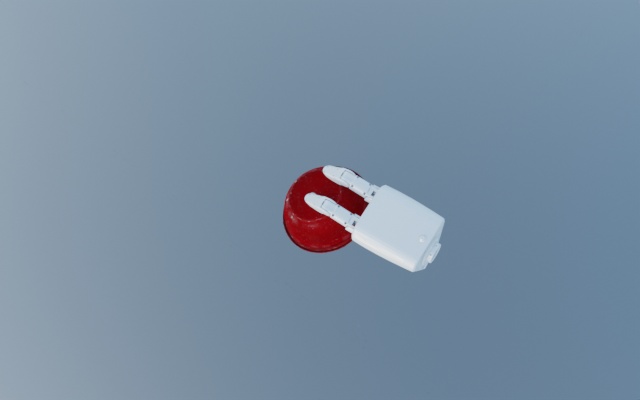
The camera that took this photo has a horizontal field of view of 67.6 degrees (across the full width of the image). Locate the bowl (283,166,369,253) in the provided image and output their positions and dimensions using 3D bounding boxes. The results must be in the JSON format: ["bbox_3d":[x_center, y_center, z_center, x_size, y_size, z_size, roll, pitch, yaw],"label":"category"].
[{"bbox_3d":[-0.001,0.002,0.791,0.162,0.162,0.055,0,-25,24],"label":"bowl"}]
